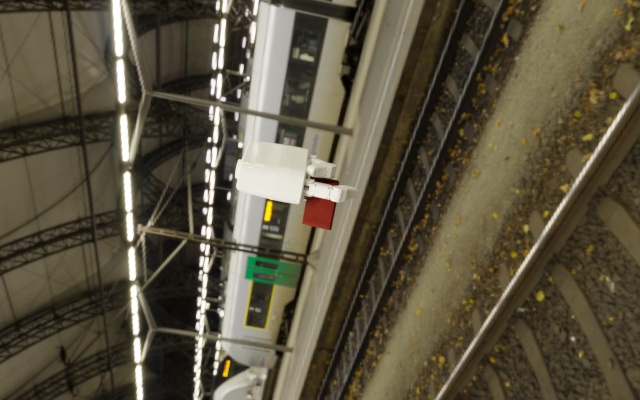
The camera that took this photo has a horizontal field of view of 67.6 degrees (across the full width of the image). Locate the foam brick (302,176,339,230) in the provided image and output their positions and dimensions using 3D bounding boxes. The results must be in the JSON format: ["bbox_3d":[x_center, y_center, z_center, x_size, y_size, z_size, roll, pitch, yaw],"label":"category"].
[{"bbox_3d":[0.000,0.003,0.817,0.051,0.078,0.053,10,15,-3],"label":"foam brick"}]
